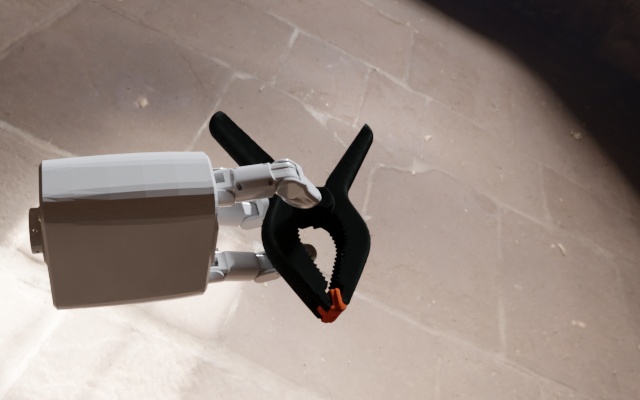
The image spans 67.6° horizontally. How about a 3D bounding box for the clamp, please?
[{"bbox_3d":[0.000,0.001,0.424,0.164,0.210,0.036,-6,-32,-24],"label":"clamp"}]
